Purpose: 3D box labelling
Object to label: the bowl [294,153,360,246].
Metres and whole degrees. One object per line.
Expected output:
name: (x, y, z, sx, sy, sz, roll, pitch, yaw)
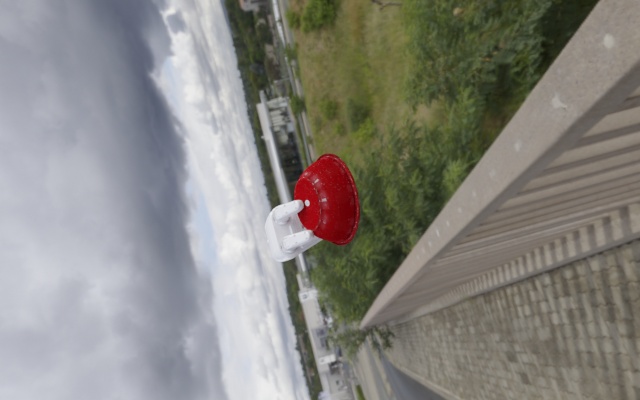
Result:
bowl: (0.000, 0.002, 0.814, 0.055, 0.162, 0.162, -10, 5, -29)
